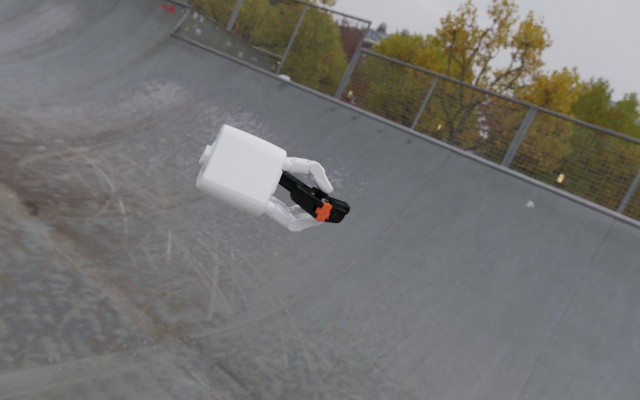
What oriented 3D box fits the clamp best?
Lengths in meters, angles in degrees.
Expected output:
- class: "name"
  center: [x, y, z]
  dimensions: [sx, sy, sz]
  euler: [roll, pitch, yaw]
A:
- class: "clamp"
  center: [0.000, 0.002, 0.790]
  dimensions: [0.164, 0.036, 0.210]
  euler: [26, 7, -18]
